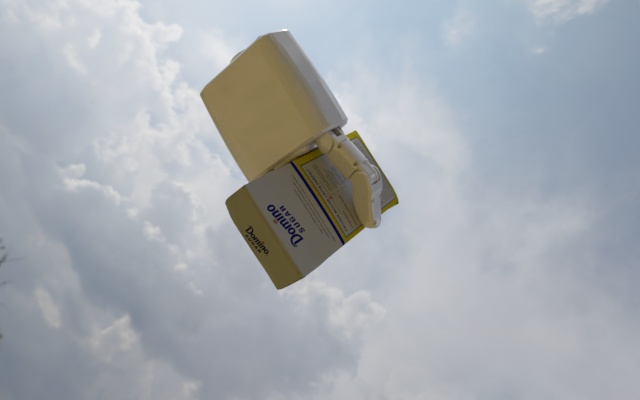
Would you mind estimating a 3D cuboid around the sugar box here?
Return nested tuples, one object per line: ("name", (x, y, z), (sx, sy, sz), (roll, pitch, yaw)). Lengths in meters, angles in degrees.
("sugar box", (0.000, 0.002, 0.462), (0.176, 0.093, 0.048), (-31, -1, -45))
